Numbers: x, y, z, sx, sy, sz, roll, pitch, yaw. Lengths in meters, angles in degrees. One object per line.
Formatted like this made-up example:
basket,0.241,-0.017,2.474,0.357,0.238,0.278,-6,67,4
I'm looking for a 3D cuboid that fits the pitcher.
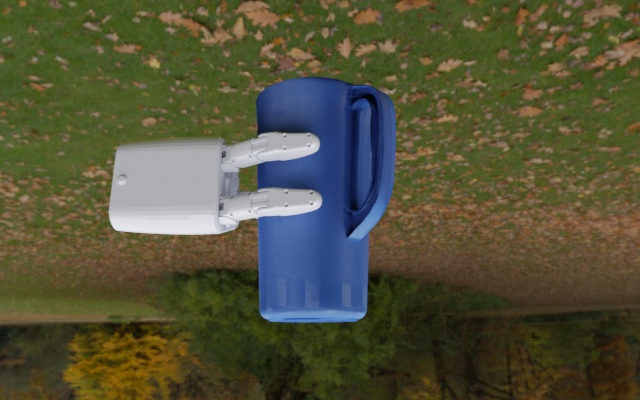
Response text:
pitcher,0.000,0.002,0.502,0.145,0.242,0.149,0,-15,0
